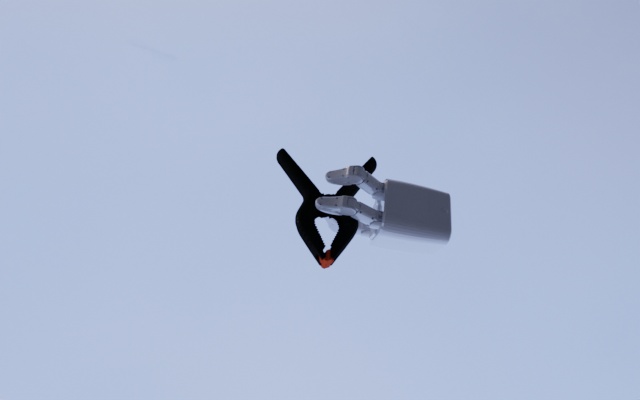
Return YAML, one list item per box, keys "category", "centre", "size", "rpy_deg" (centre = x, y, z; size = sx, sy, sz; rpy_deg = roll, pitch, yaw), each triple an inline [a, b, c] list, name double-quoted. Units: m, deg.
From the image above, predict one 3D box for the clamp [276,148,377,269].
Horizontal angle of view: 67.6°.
- category: "clamp"
  centre: [0.000, 0.003, 0.732]
  size: [0.164, 0.209, 0.036]
  rpy_deg: [10, -35, -1]
